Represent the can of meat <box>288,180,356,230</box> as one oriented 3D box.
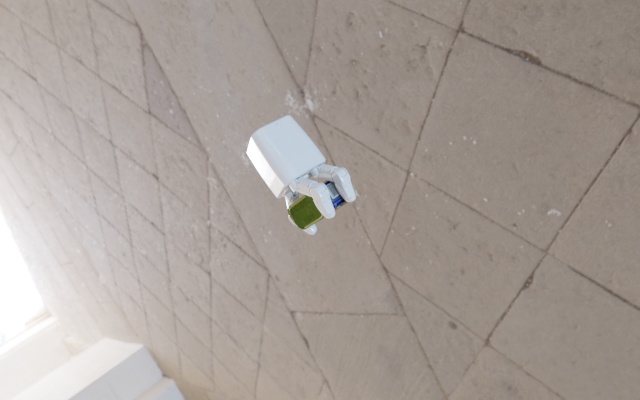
[{"bbox_3d":[0.000,0.003,0.853,0.084,0.057,0.102,-33,-1,-37],"label":"can of meat"}]
